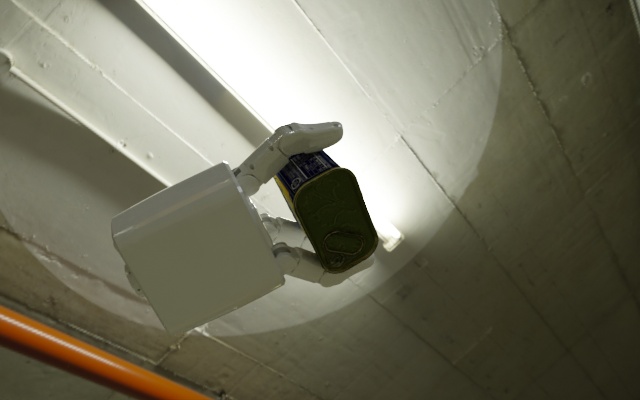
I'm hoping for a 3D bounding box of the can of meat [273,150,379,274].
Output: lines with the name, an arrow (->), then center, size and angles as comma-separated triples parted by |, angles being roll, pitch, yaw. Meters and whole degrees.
can of meat -> 0.000, 0.001, 0.432 | 0.057, 0.102, 0.084 | -30, 35, -8
